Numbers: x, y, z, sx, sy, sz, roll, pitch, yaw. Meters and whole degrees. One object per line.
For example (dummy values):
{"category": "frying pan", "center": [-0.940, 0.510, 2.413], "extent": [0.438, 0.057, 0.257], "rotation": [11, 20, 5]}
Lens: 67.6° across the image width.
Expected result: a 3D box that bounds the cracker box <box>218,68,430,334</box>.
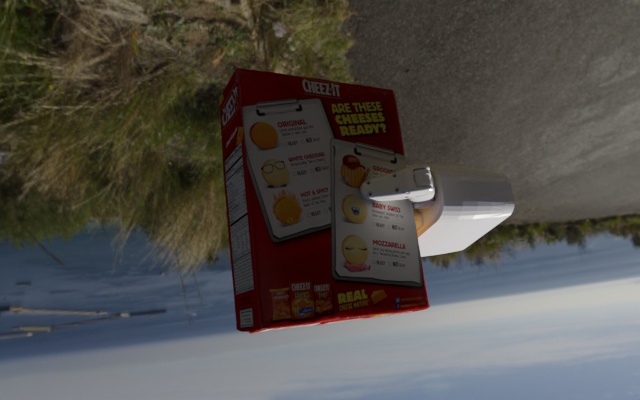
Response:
{"category": "cracker box", "center": [0.000, 0.002, 0.433], "extent": [0.164, 0.213, 0.072], "rotation": [0, -16, -29]}
